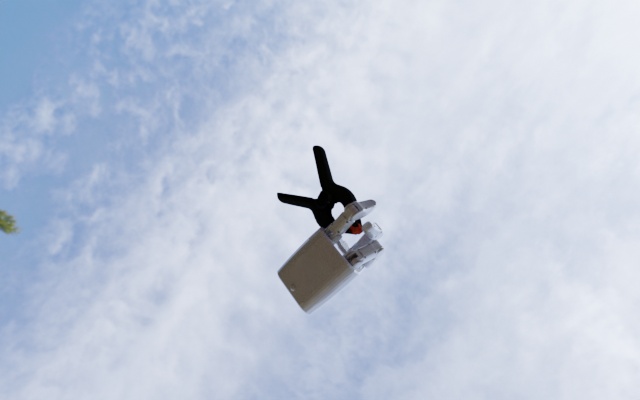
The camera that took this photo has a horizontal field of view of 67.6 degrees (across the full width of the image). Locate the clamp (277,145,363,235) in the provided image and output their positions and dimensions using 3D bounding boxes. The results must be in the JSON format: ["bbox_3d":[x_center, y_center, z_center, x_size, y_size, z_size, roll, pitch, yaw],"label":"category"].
[{"bbox_3d":[0.001,0.003,0.807,0.120,0.171,0.039,-46,-28,22],"label":"clamp"}]
